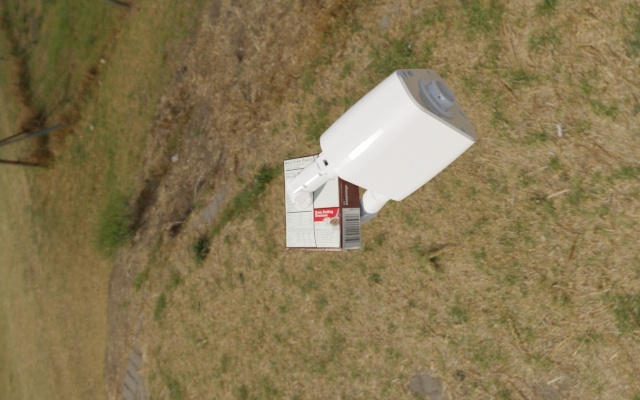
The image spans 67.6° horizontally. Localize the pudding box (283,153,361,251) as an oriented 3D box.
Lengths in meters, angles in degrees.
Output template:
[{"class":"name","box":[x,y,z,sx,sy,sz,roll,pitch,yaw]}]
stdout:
[{"class":"pudding box","box":[0.000,0.002,0.556,0.090,0.113,0.039,-5,-5,43]}]
